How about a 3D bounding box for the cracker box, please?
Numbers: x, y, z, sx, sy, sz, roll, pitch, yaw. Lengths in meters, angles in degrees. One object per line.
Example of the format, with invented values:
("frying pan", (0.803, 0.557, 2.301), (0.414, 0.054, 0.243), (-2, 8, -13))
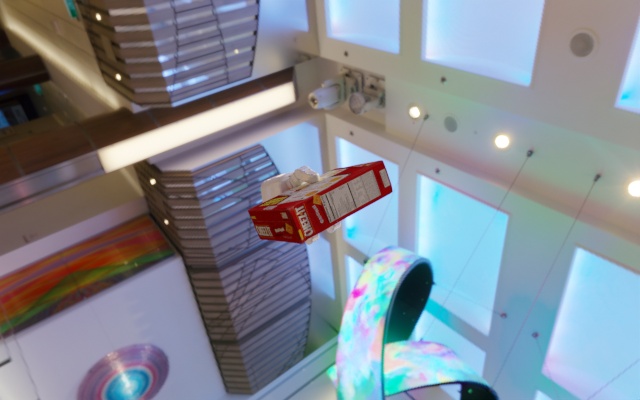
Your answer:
("cracker box", (0.000, 0.003, 0.869), (0.213, 0.072, 0.164), (-28, 12, -29))
